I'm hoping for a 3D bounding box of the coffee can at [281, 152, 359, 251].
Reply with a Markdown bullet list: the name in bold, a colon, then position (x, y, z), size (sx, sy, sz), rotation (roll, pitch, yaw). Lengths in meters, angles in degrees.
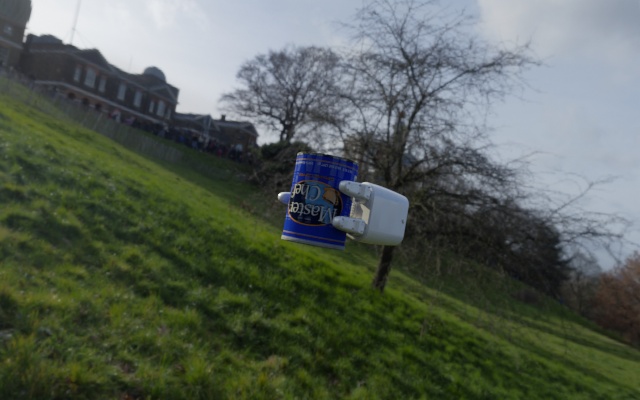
- **coffee can**: position (0.000, 0.003, 0.766), size (0.103, 0.140, 0.103), rotation (10, -4, 1)
